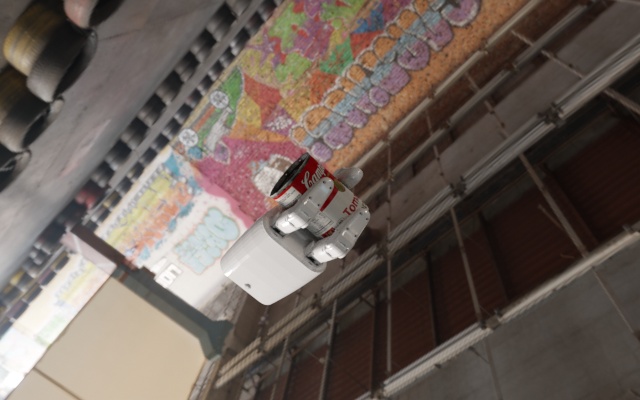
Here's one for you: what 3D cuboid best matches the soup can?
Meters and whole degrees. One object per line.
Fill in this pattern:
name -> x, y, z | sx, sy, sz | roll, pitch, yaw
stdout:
soup can -> 0.001, 0.002, 0.563 | 0.102, 0.068, 0.068 | 41, -11, -13
